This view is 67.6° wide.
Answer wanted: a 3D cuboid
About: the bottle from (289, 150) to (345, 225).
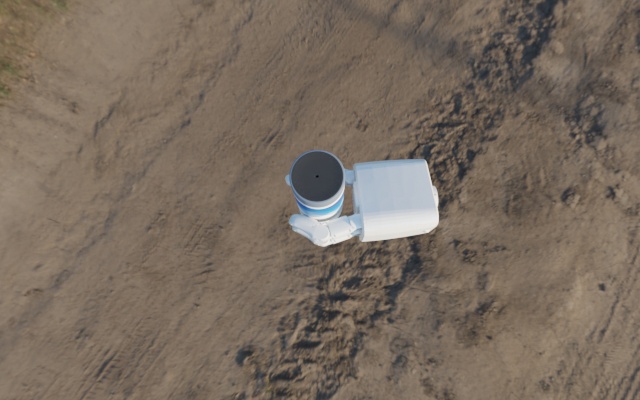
[{"bbox_3d":[0.000,0.002,0.707,0.069,0.069,0.296,0,-12,2],"label":"bottle"}]
